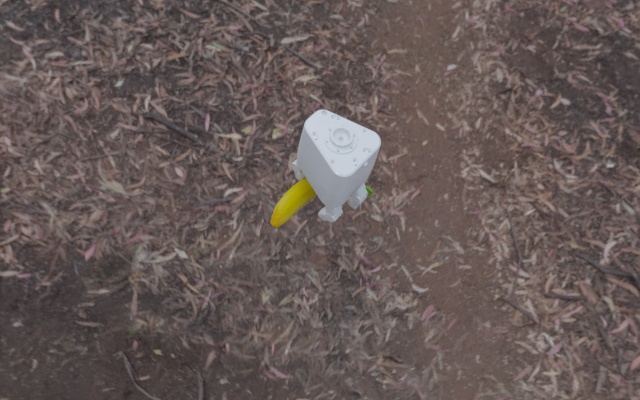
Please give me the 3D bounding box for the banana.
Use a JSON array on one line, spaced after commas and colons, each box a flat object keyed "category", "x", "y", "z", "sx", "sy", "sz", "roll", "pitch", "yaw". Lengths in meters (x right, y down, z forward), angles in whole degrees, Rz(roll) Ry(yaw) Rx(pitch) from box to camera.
[{"category": "banana", "x": -0.004, "y": -0.015, "z": 0.841, "sx": 0.198, "sy": 0.069, "sz": 0.037, "roll": -19, "pitch": -15, "yaw": -16}]
